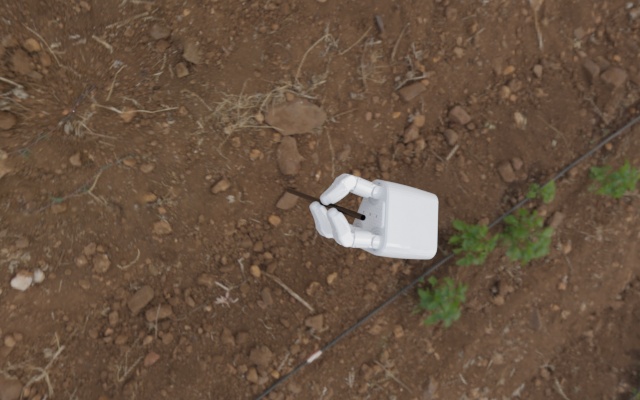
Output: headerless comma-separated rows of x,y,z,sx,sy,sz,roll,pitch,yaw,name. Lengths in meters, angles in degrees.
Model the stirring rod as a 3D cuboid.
0.000,0.002,0.714,0.011,0.011,0.239,0,9,-27,stirring rod
